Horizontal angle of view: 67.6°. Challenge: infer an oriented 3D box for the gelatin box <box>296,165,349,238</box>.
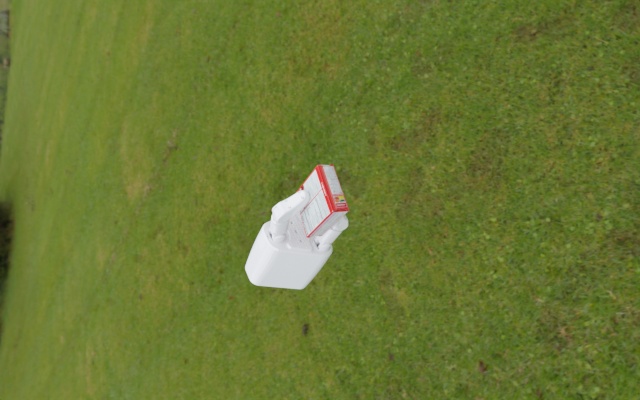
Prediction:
[{"bbox_3d":[0.000,0.002,0.679,0.030,0.073,0.089,-4,-26,-30],"label":"gelatin box"}]
